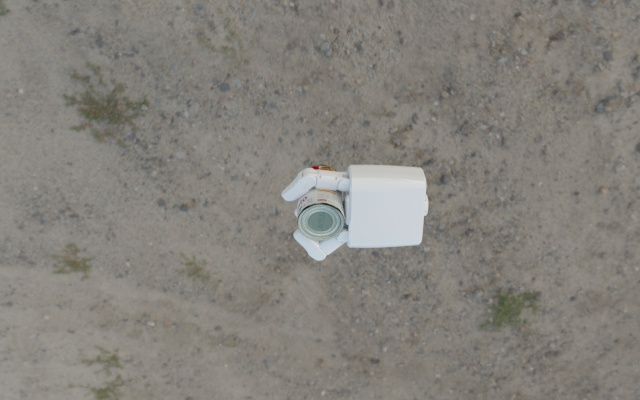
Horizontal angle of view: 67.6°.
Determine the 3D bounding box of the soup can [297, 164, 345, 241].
[{"bbox_3d":[0.000,0.002,0.698,0.068,0.069,0.102,0,36,-1],"label":"soup can"}]
